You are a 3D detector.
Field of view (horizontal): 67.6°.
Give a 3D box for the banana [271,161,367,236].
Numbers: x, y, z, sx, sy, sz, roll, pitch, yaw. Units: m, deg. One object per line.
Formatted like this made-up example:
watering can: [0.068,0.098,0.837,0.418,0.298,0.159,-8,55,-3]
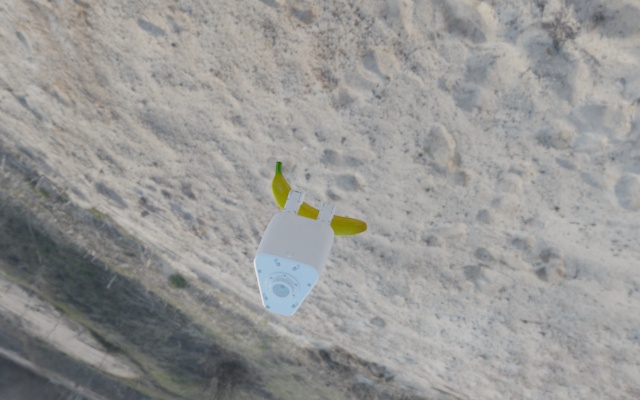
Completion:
banana: [-0.014,0.016,0.830,0.198,0.069,0.037,36,7,-6]
